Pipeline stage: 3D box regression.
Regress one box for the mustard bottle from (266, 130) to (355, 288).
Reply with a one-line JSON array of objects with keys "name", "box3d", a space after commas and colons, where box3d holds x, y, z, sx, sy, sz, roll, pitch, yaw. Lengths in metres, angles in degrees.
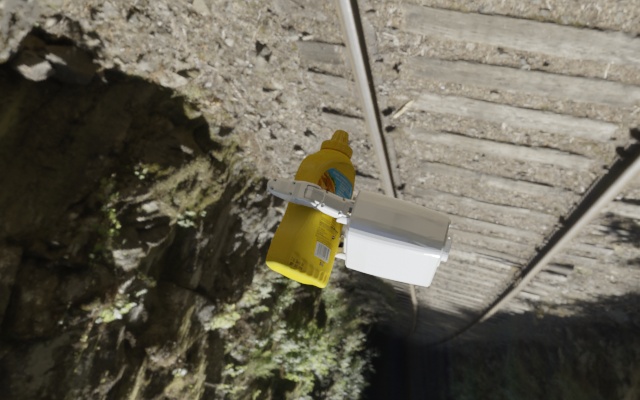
[{"name": "mustard bottle", "box3d": [0.000, 0.002, 0.578, 0.058, 0.191, 0.096, 7, -19, 35]}]
